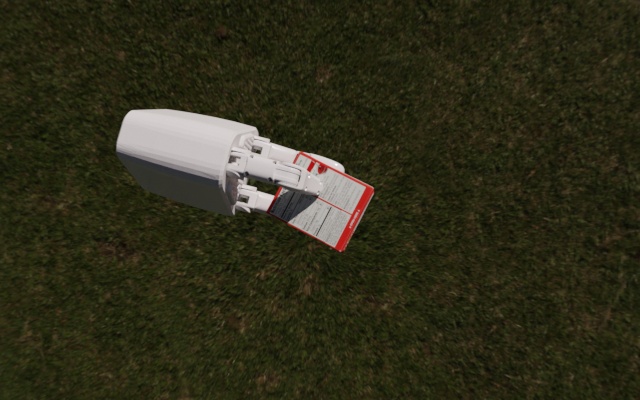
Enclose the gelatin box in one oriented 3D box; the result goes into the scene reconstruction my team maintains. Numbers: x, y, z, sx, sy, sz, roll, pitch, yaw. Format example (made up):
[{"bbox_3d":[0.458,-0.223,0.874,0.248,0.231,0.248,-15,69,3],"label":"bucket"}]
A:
[{"bbox_3d":[0.000,0.002,0.493,0.089,0.073,0.030,27,-3,9],"label":"gelatin box"}]
